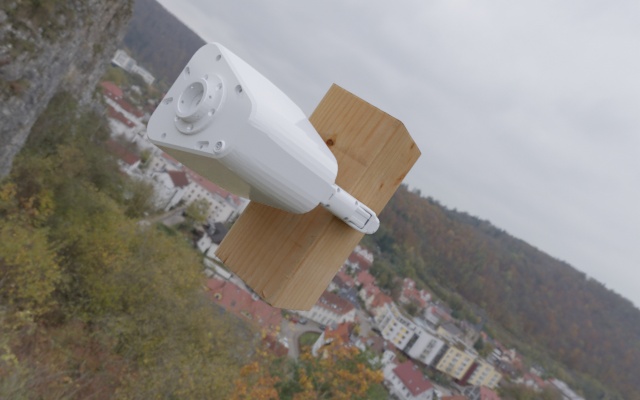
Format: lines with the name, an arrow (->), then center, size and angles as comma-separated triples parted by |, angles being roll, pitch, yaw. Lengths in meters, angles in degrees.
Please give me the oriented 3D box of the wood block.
wood block -> 0.000, 0.002, 0.488 | 0.090, 0.206, 0.090 | 36, 2, 27
